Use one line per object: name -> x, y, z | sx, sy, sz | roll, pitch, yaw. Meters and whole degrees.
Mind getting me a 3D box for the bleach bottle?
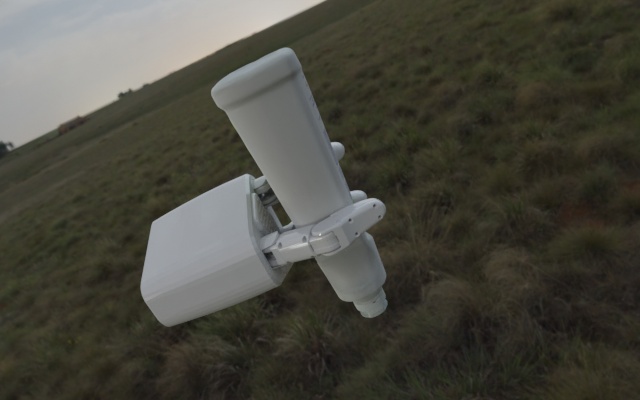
bleach bottle -> 0.000, 0.001, 0.409 | 0.068, 0.251, 0.102 | -24, 20, 6
